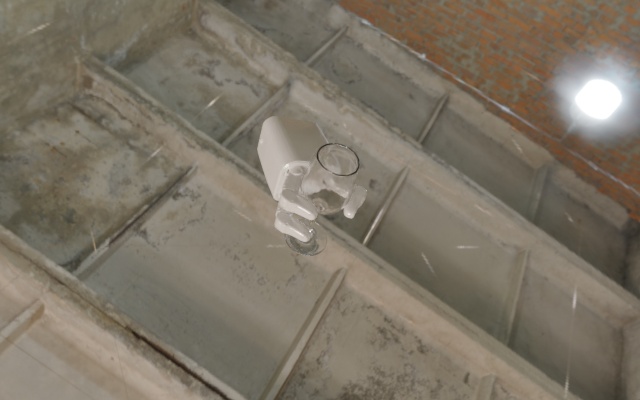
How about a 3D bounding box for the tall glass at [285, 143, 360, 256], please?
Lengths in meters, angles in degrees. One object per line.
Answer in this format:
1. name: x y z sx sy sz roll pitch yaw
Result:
1. tall glass: 0.000 0.003 0.736 0.079 0.079 0.201 0 -37 -18
